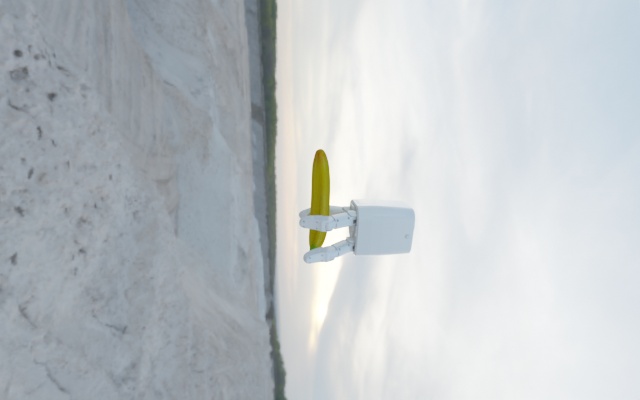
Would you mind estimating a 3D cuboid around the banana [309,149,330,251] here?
[{"bbox_3d":[0.000,0.004,0.879,0.037,0.198,0.069,3,6,-1],"label":"banana"}]
